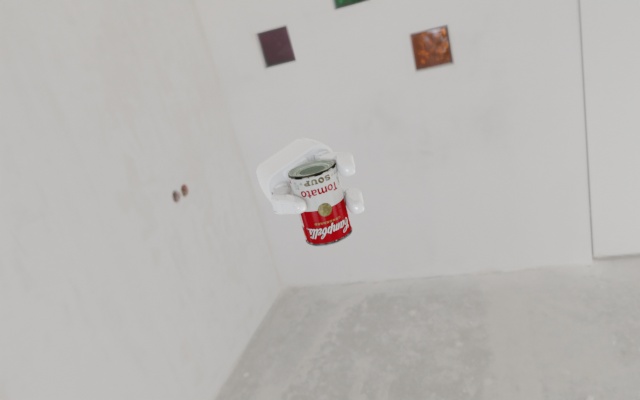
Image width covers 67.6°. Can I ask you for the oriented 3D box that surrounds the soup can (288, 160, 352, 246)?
[{"bbox_3d":[0.000,0.002,0.654,0.068,0.102,0.068,-13,19,5],"label":"soup can"}]
